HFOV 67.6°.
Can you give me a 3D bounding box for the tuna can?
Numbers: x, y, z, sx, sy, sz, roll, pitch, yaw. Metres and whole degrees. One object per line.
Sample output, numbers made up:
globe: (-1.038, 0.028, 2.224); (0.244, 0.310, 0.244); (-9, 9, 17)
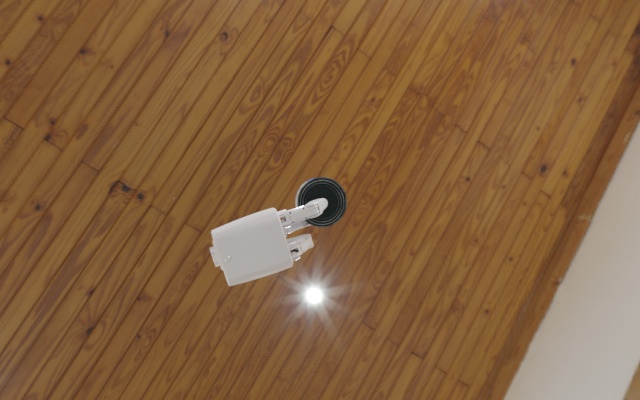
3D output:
tuna can: (0.000, 0.003, 0.819); (0.086, 0.086, 0.034); (0, 2, -12)
